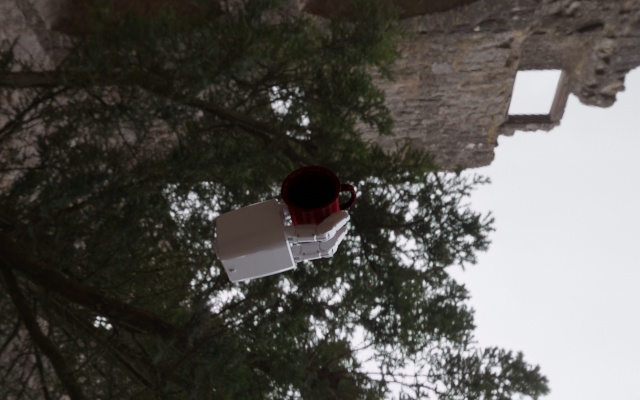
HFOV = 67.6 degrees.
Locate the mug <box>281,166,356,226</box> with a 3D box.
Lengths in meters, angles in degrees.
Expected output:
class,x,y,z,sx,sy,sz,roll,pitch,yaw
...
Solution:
class,x,y,z,sx,sy,sz,roll,pitch,yaw
mug,0.002,0.002,0.765,0.117,0.093,0.082,-14,-39,-4
